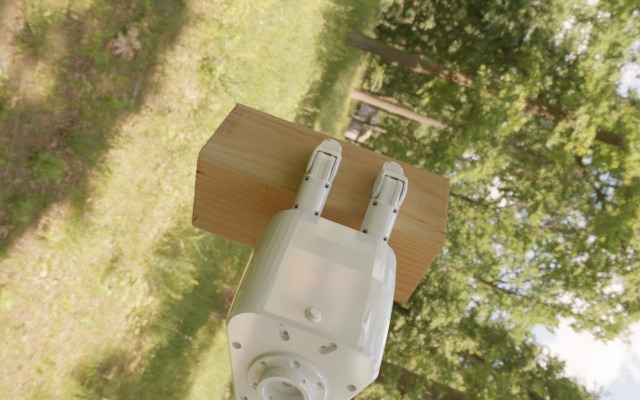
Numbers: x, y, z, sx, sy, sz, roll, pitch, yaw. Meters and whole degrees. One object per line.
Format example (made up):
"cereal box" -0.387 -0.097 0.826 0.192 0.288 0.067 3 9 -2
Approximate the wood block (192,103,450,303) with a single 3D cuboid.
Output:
"wood block" 0.000 0.002 0.433 0.206 0.091 0.090 20 42 1
